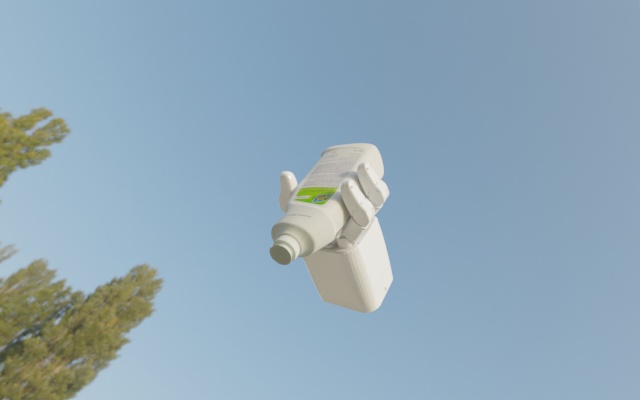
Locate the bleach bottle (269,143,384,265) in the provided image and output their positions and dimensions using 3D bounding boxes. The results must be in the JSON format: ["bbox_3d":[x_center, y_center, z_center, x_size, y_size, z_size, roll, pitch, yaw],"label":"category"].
[{"bbox_3d":[0.000,0.002,0.639,0.102,0.068,0.250,-4,27,31],"label":"bleach bottle"}]
